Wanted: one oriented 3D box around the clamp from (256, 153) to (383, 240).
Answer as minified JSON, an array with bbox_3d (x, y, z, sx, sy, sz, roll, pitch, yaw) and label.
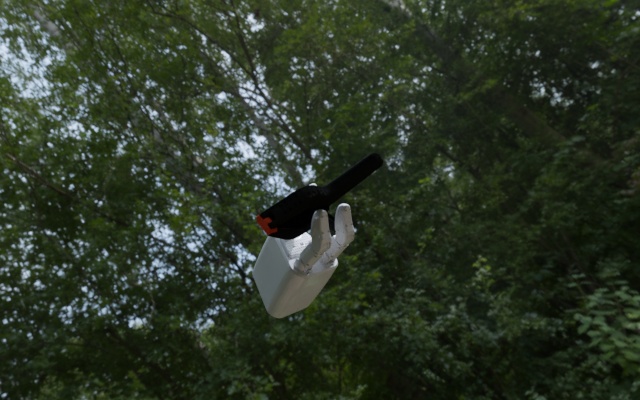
[{"bbox_3d":[-0.001,0.002,0.699,0.210,0.165,0.036,-12,51,-48],"label":"clamp"}]
